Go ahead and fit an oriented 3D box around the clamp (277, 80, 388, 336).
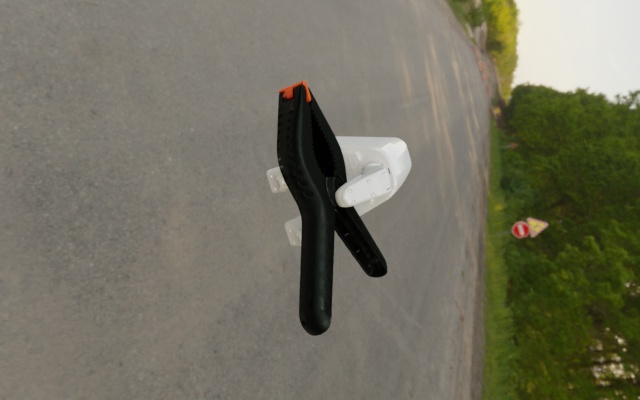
[{"bbox_3d":[0.001,0.001,0.420,0.036,0.210,0.164,-15,9,26],"label":"clamp"}]
